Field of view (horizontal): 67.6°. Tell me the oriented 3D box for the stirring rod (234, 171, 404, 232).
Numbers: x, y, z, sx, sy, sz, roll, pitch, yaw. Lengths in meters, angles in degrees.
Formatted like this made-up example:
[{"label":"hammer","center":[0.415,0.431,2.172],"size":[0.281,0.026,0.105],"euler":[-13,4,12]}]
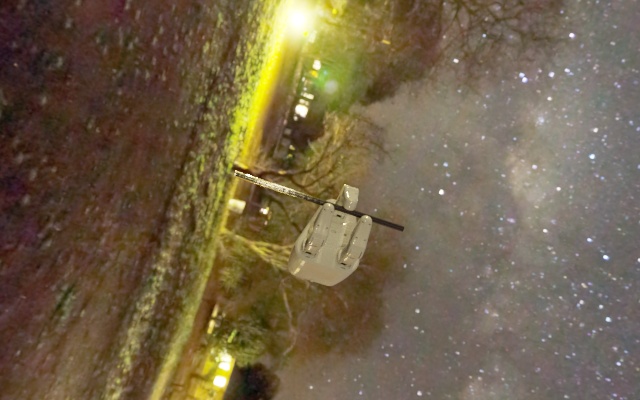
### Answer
[{"label":"stirring rod","center":[0.000,0.002,0.646],"size":[0.239,0.011,0.011],"euler":[18,-2,-5]}]
